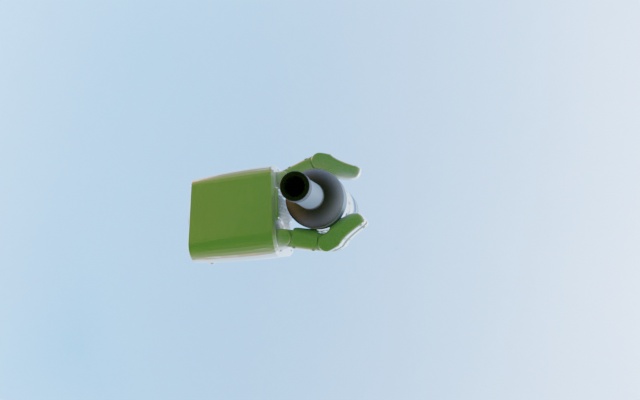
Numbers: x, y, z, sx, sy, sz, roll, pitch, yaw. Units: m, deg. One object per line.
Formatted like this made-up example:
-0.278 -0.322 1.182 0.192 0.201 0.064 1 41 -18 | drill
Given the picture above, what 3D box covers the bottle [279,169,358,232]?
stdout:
0.000 0.002 0.564 0.069 0.069 0.296 0 -6 9 | bottle
